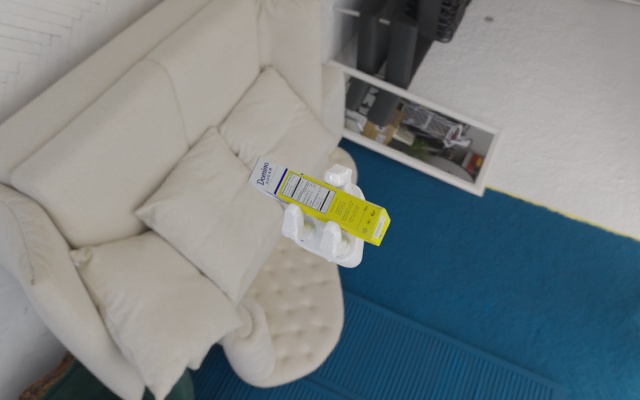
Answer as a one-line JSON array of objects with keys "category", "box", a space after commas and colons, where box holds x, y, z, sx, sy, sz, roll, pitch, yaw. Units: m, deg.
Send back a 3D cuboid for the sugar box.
[{"category": "sugar box", "box": [0.000, 0.003, 0.626, 0.176, 0.048, 0.093, 21, -6, 16]}]
